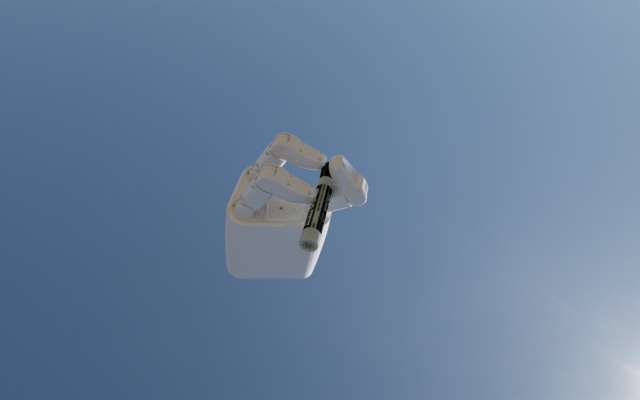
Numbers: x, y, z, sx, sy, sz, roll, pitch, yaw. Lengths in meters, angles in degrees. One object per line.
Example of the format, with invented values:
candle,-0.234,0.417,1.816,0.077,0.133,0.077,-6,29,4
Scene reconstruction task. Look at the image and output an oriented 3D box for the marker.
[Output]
marker,0.000,0.002,0.484,0.020,0.020,0.121,0,42,15
